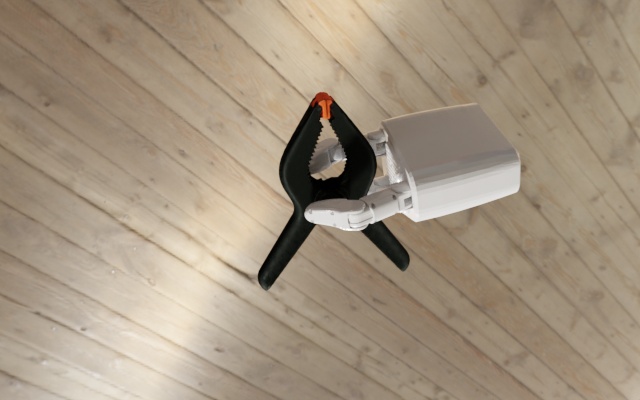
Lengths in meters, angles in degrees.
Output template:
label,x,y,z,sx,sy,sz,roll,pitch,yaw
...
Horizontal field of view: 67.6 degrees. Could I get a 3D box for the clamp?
label,x,y,z,sx,sy,sz,roll,pitch,yaw
clamp,0.000,0.001,0.473,0.164,0.210,0.036,-14,29,-3
